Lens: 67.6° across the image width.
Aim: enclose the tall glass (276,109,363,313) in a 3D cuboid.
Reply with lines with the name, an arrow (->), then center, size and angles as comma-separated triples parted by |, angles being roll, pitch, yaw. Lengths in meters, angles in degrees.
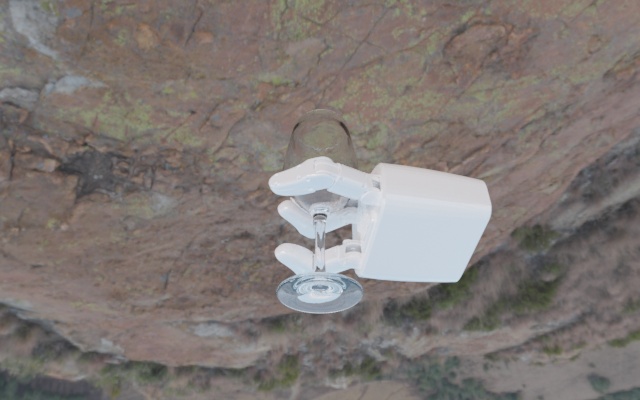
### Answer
tall glass -> 0.000, 0.002, 0.466 | 0.079, 0.200, 0.079 | 0, -37, 0
